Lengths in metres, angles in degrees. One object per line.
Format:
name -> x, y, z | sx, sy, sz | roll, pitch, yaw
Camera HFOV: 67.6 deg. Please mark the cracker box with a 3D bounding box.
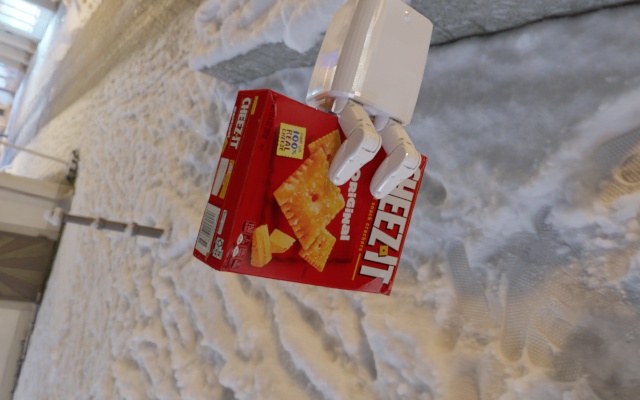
cracker box -> 0.000, 0.002, 0.485 | 0.214, 0.164, 0.072 | 16, 0, -36
